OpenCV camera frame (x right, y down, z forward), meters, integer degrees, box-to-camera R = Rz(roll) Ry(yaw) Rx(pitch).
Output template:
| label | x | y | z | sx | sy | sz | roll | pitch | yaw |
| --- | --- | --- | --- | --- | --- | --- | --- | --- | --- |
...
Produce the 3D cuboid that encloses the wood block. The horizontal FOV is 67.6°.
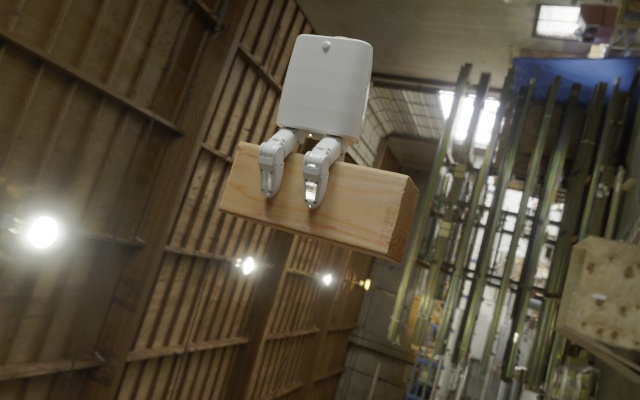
| label | x | y | z | sx | sy | sz | roll | pitch | yaw |
| --- | --- | --- | --- | --- | --- | --- | --- | --- | --- |
| wood block | 0.000 | 0.001 | 0.564 | 0.206 | 0.090 | 0.091 | 14 | -6 | 22 |
